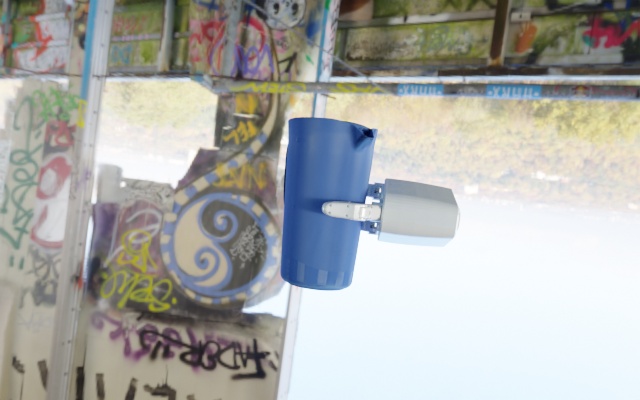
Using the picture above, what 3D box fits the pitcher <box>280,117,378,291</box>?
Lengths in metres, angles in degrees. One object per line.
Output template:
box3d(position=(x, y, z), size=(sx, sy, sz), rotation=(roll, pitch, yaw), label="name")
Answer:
box3d(position=(0.000, 0.002, 0.713), size=(0.145, 0.243, 0.149), rotation=(7, 1, 6), label="pitcher")
